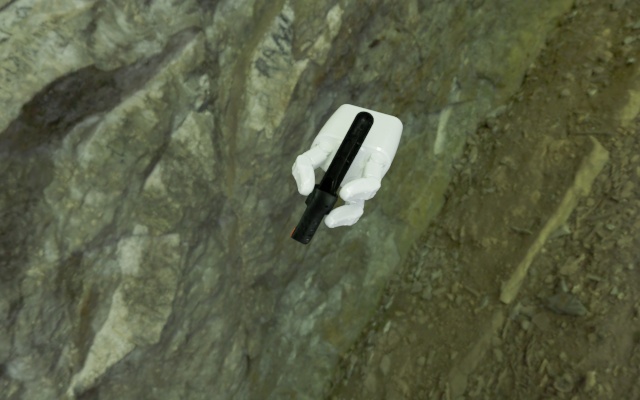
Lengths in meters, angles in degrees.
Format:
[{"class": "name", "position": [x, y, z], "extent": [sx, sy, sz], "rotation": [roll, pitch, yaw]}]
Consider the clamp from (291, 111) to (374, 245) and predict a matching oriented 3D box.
[{"class": "clamp", "position": [-0.001, 0.002, 0.615], "extent": [0.036, 0.210, 0.164], "rotation": [29, 43, -1]}]
